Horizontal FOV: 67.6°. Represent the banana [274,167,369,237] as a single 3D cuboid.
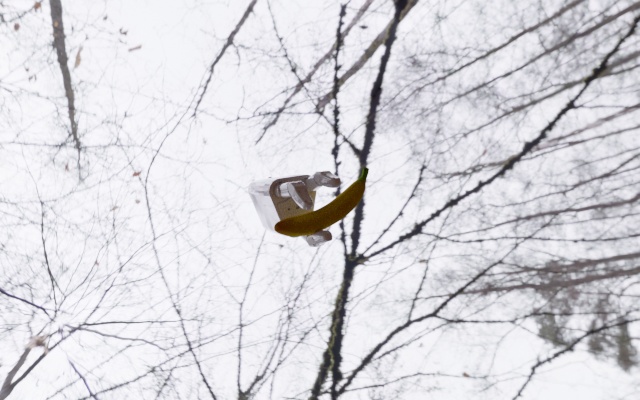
[{"bbox_3d":[0.008,0.016,0.816,0.197,0.070,0.037,-34,34,-21],"label":"banana"}]
